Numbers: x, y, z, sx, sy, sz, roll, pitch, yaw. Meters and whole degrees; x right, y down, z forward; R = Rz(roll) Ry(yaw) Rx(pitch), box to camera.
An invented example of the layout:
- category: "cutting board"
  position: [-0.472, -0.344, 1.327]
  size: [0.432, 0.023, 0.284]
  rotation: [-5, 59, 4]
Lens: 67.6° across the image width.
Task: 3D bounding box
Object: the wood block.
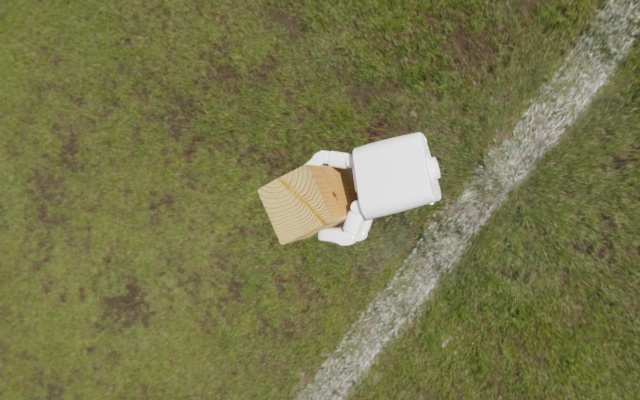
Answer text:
- category: "wood block"
  position: [0.000, 0.002, 0.766]
  size: [0.090, 0.091, 0.206]
  rotation: [-26, -8, 21]
